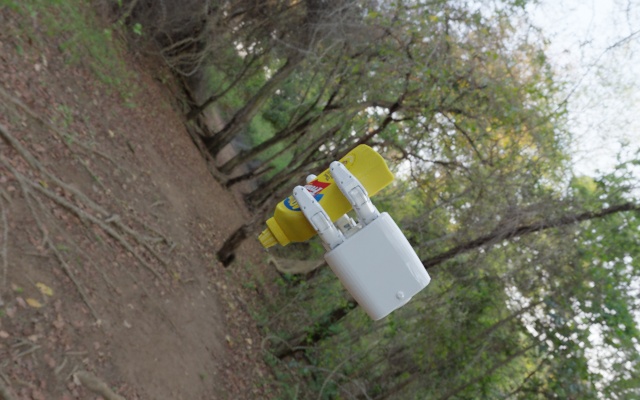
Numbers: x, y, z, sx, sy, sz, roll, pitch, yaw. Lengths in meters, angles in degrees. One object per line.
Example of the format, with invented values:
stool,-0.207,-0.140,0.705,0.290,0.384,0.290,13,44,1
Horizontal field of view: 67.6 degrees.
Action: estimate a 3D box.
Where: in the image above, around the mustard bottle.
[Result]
mustard bottle,0.000,0.002,0.640,0.191,0.058,0.096,-36,24,-2
